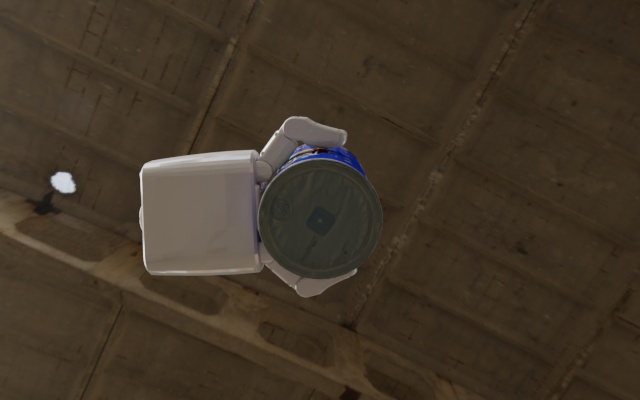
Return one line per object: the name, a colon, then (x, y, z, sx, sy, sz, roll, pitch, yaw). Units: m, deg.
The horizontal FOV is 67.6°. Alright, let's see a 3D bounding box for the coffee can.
coffee can: (0.000, 0.001, 0.457, 0.103, 0.103, 0.140, 0, 13, 0)
